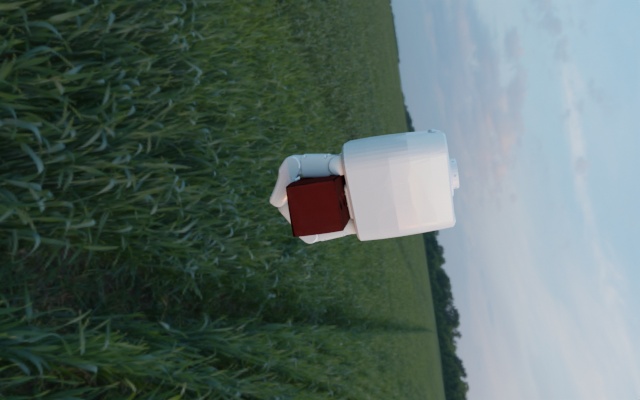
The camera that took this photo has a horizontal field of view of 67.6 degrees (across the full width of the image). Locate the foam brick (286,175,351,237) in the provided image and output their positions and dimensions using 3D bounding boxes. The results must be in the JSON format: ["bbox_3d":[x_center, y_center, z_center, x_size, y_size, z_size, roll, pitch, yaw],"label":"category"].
[{"bbox_3d":[0.000,0.002,0.499,0.051,0.053,0.078,-7,9,11],"label":"foam brick"}]
